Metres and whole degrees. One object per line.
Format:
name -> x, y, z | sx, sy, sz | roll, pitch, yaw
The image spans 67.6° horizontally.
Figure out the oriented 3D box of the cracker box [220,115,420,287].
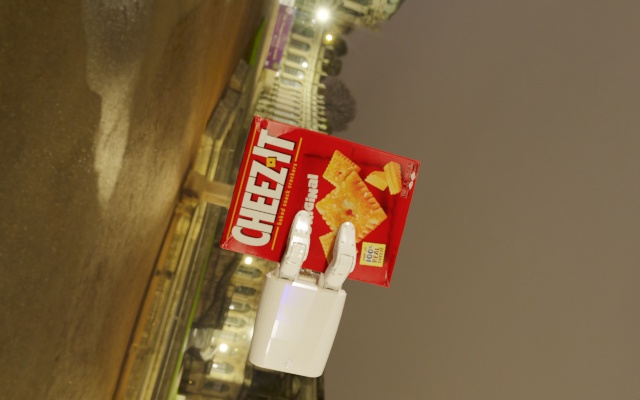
cracker box -> 0.000, 0.002, 0.594 | 0.214, 0.164, 0.072 | 15, 2, -10
